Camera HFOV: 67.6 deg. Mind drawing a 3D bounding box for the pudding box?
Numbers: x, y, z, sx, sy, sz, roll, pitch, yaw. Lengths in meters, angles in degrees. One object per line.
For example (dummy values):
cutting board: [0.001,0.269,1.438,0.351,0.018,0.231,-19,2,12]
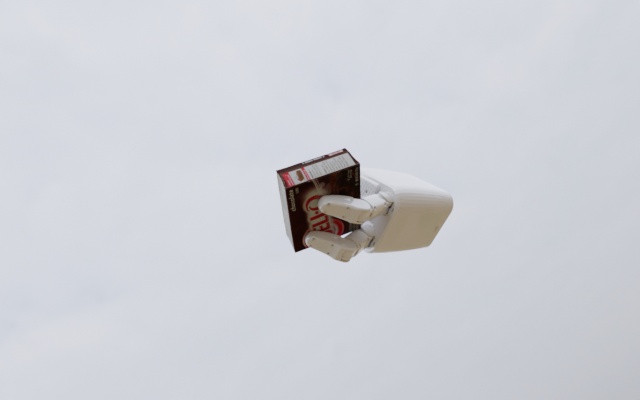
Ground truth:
pudding box: [0.000,0.002,0.561,0.090,0.114,0.039,-20,45,-14]
